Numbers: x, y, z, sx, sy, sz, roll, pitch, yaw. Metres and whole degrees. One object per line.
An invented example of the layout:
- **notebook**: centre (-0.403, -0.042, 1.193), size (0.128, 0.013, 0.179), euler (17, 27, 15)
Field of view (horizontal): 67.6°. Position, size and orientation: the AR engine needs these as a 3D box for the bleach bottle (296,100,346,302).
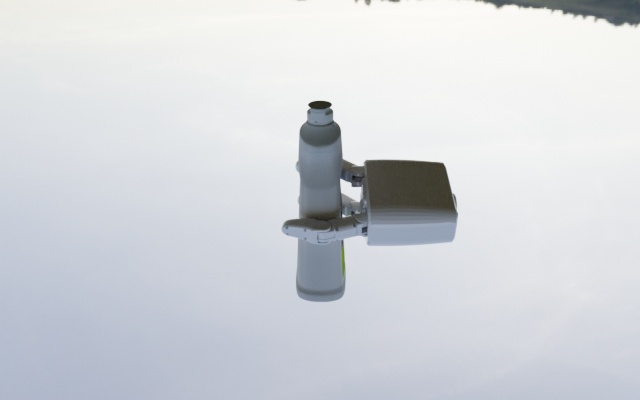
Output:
- **bleach bottle**: centre (0.000, 0.002, 0.601), size (0.068, 0.251, 0.102), euler (0, 32, 1)
